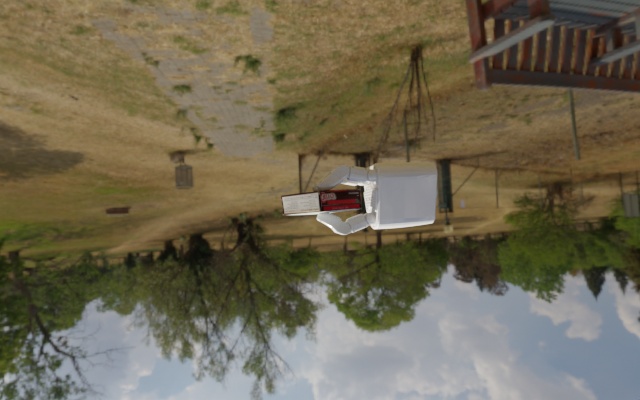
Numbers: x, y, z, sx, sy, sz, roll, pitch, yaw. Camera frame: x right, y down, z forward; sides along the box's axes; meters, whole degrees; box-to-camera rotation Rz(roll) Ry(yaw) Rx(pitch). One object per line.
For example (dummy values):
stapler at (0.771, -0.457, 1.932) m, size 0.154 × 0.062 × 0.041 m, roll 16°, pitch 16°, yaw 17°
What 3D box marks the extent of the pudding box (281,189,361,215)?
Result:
pudding box at (0.000, 0.003, 0.814) m, size 0.090 × 0.039 × 0.113 m, roll -2°, pitch -4°, yaw -38°
